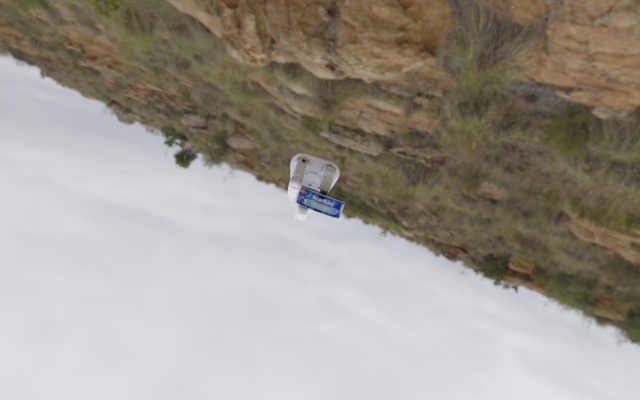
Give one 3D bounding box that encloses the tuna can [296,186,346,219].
[{"bbox_3d":[0.000,0.003,0.863,0.086,0.034,0.086,20,2,-1],"label":"tuna can"}]
